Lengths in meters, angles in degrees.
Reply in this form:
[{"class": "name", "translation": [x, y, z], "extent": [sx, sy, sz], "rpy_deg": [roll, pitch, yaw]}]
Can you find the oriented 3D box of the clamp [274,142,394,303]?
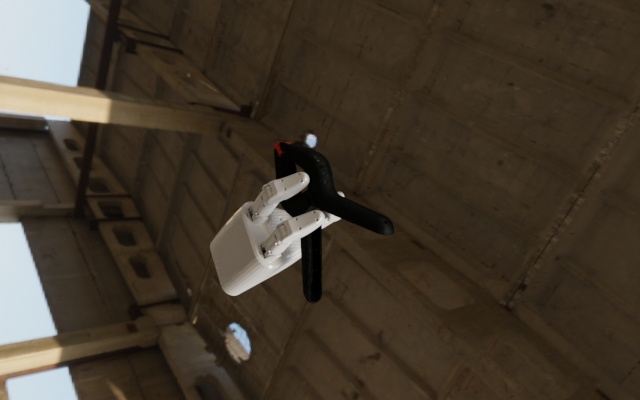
[{"class": "clamp", "translation": [0.000, 0.002, 0.598], "extent": [0.036, 0.210, 0.165], "rpy_deg": [0, -31, -44]}]
